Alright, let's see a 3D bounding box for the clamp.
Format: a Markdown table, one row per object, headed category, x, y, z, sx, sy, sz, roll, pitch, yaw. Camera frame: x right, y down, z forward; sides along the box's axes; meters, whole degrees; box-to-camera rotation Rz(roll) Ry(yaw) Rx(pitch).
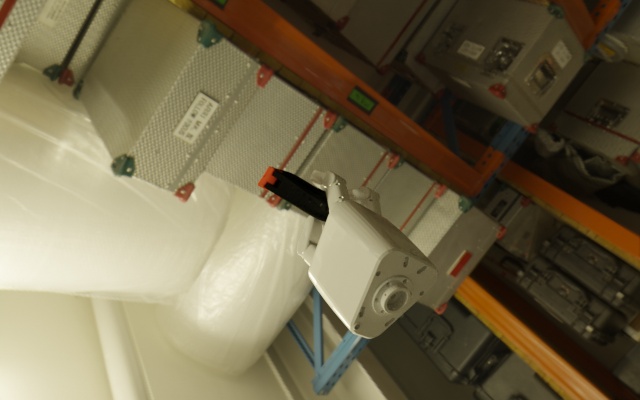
| category | x | y | z | sx | sy | sz | roll | pitch | yaw |
| --- | --- | --- | --- | --- | --- | --- | --- | --- | --- |
| clamp | -0.001 | 0.003 | 0.639 | 0.210 | 0.036 | 0.164 | 28 | 9 | -35 |
